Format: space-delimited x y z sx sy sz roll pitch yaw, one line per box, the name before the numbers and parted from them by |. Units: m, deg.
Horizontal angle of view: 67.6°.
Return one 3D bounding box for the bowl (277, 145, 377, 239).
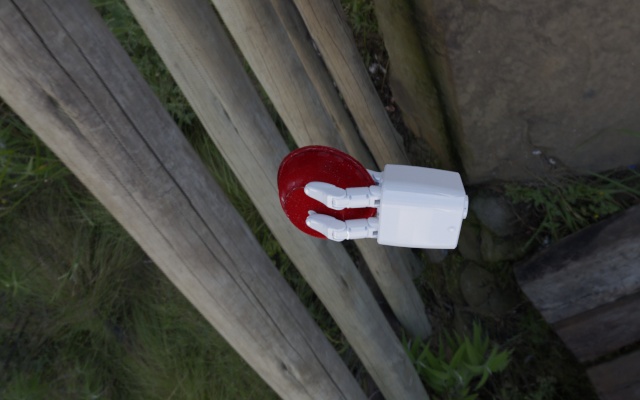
bowl | -0.001 0.003 0.695 0.162 0.162 0.055 0 36 26
